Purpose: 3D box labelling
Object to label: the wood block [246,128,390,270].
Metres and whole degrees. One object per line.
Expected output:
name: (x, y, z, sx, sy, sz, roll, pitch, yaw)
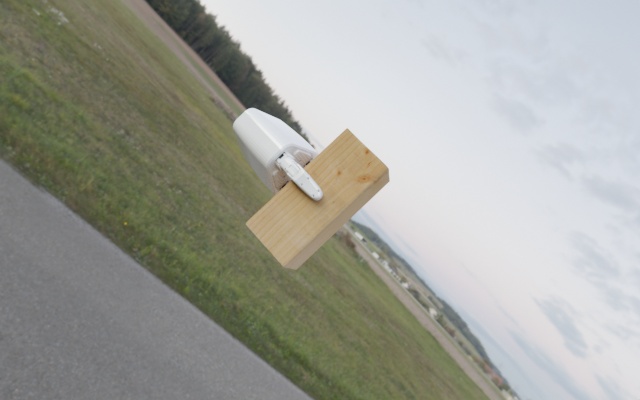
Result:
wood block: (0.000, 0.002, 0.728, 0.206, 0.090, 0.091, -44, -14, 0)
